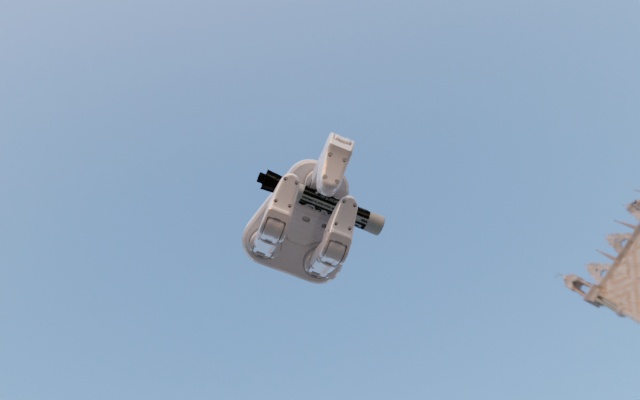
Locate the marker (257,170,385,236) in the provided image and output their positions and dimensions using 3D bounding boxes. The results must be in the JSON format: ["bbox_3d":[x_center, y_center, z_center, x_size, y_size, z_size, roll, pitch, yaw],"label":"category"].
[{"bbox_3d":[0.000,0.001,0.432,0.121,0.020,0.020,22,-3,-6],"label":"marker"}]
